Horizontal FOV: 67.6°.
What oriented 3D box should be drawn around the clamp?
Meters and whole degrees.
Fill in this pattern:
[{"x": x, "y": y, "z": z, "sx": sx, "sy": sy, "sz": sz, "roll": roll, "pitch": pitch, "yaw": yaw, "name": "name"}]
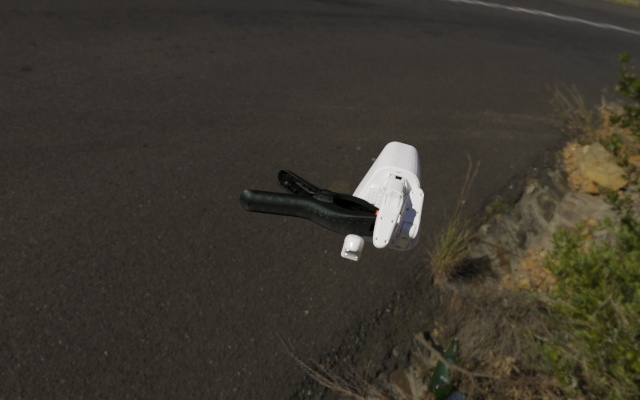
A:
[{"x": 0.000, "y": 0.001, "z": 0.577, "sx": 0.171, "sy": 0.039, "sz": 0.120, "roll": 16, "pitch": 28, "yaw": 5, "name": "clamp"}]
